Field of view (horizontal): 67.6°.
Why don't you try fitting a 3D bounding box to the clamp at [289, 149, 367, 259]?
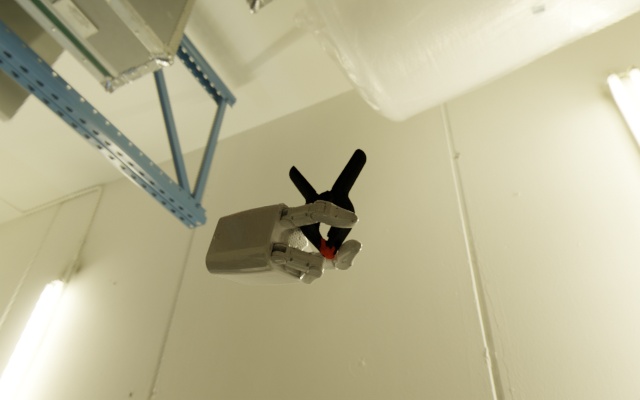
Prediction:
[{"bbox_3d":[0.000,0.003,0.673,0.120,0.171,0.039,-10,-40,28],"label":"clamp"}]
